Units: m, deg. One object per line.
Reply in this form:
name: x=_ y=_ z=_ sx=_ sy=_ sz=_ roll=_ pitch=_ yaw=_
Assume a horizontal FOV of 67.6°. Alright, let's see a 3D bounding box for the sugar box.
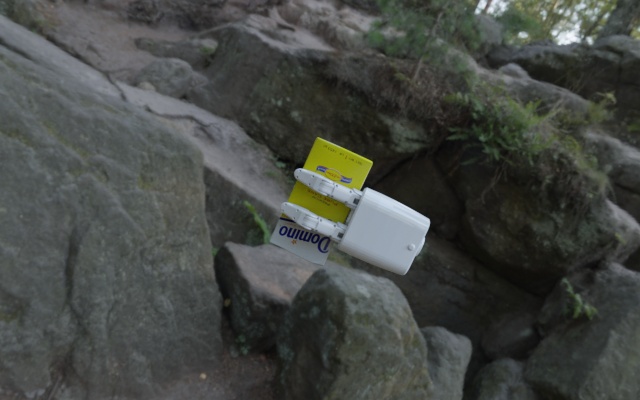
sugar box: x=0.000 y=0.002 z=0.725 sx=0.093 sy=0.176 sz=0.048 roll=25 pitch=7 yaw=2
